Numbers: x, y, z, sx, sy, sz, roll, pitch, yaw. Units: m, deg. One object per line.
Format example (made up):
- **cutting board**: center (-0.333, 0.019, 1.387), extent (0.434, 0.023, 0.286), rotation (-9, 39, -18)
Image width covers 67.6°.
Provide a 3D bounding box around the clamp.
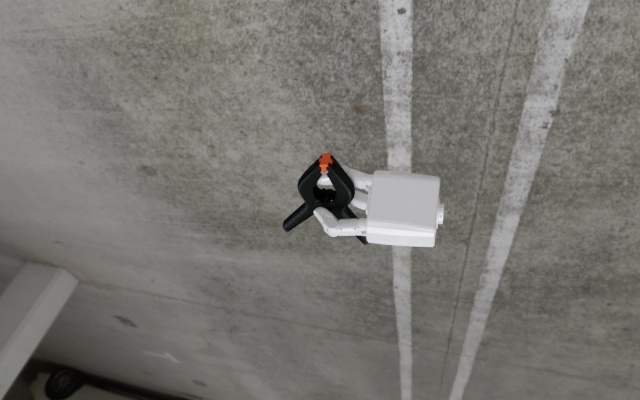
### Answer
- **clamp**: center (0.000, 0.003, 0.809), extent (0.164, 0.036, 0.210), rotation (3, -39, 13)
